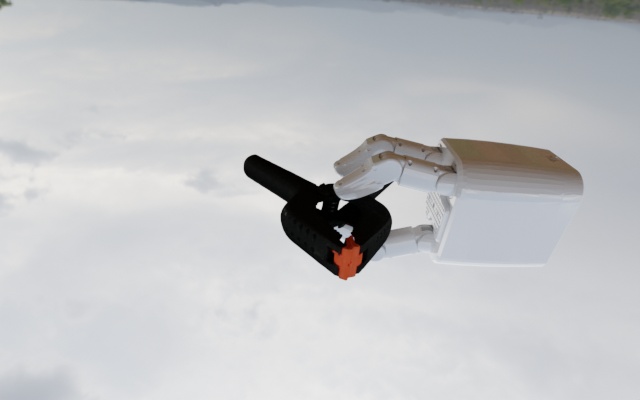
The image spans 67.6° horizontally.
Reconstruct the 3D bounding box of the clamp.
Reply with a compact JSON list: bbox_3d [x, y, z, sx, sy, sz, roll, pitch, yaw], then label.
[{"bbox_3d":[0.000,0.002,0.437,0.164,0.036,0.210,4,24,-1],"label":"clamp"}]
